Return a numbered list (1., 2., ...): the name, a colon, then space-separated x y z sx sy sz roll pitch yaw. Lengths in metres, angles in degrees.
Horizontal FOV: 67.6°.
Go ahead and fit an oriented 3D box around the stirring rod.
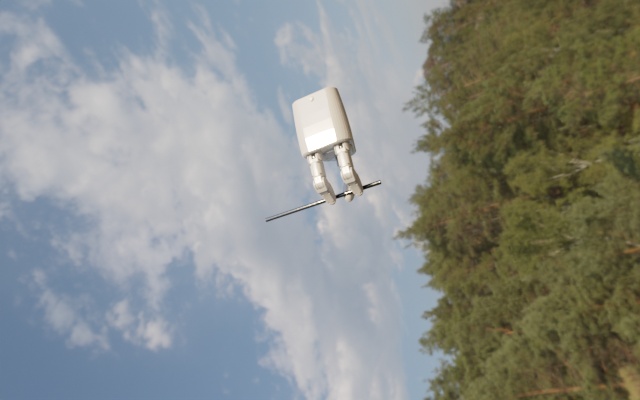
1. stirring rod: 0.000 0.003 0.888 0.239 0.011 0.011 -18 -7 22
